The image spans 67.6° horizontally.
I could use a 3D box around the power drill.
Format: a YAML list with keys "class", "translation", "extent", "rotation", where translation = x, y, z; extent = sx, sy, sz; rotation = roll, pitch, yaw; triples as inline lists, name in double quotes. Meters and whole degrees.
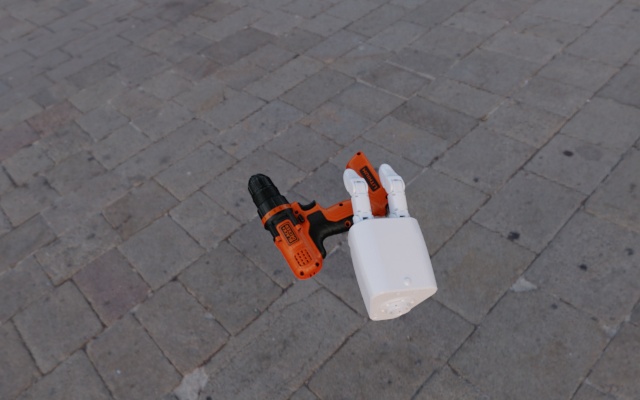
- class: "power drill"
  translation: [0.001, 0.002, 0.732]
  extent: [0.187, 0.184, 0.057]
  rotation: [-30, -17, -5]
